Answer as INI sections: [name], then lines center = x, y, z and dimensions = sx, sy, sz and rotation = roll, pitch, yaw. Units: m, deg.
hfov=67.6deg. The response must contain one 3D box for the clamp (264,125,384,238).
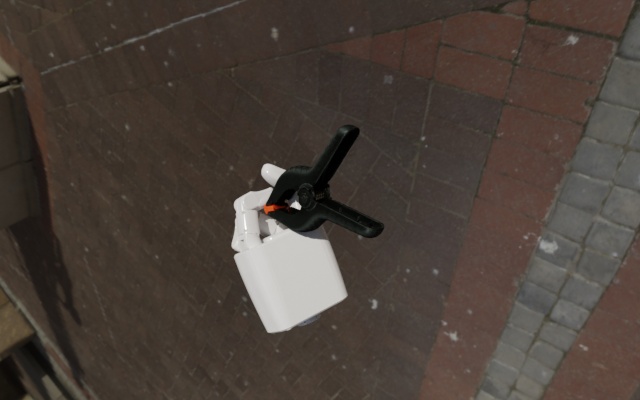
[clamp]
center = -0.001, 0.002, 0.544
dimensions = 0.039, 0.120, 0.171
rotation = -5, -17, -41
